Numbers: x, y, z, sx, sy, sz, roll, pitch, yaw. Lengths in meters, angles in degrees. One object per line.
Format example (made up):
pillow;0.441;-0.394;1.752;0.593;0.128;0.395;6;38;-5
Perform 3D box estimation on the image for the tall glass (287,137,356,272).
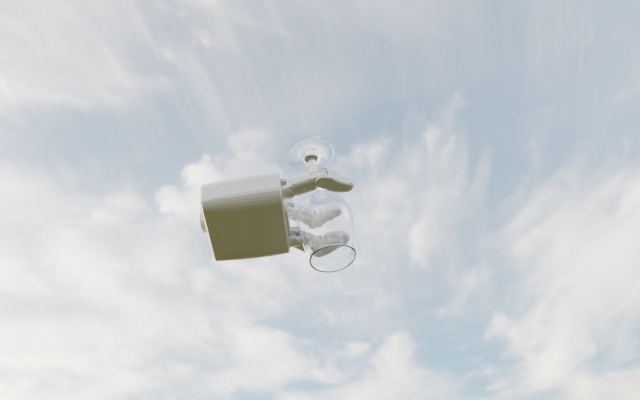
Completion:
tall glass;0.000;0.002;0.678;0.079;0.200;0.079;-7;-42;-6
